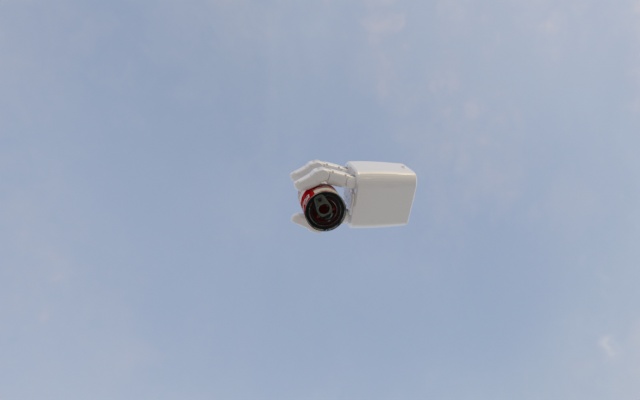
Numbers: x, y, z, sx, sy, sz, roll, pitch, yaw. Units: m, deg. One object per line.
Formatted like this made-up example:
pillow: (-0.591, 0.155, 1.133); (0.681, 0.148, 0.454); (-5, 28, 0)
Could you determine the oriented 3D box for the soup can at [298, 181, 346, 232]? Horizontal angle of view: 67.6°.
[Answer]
soup can: (0.000, 0.003, 0.805); (0.068, 0.068, 0.102); (0, 18, -10)
